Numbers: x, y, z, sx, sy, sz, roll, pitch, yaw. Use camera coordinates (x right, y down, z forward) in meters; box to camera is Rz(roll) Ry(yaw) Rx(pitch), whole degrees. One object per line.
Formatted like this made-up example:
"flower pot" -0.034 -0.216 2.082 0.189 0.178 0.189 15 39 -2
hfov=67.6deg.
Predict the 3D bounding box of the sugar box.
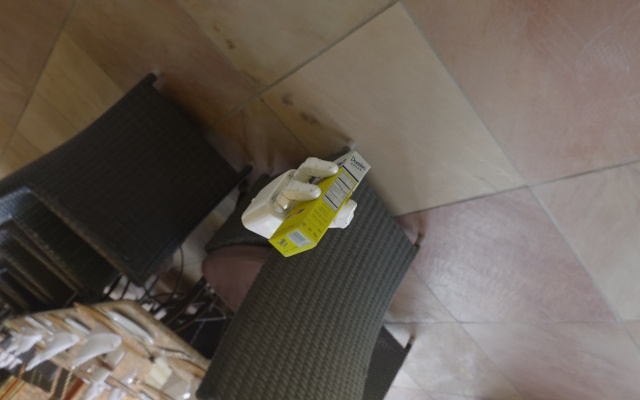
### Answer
"sugar box" 0.000 0.002 0.738 0.048 0.176 0.093 43 -35 -15
